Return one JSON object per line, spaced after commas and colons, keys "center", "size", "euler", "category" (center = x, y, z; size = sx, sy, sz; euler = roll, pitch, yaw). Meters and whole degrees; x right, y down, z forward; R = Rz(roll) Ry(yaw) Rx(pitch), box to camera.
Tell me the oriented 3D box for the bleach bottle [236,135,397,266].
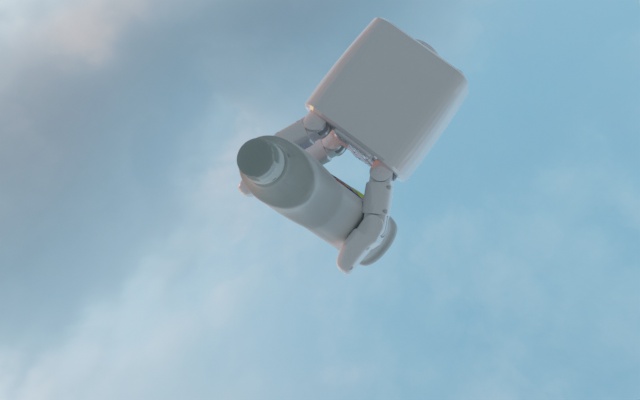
{"center": [0.000, 0.001, 0.441], "size": [0.102, 0.068, 0.251], "euler": [39, 2, 22], "category": "bleach bottle"}
